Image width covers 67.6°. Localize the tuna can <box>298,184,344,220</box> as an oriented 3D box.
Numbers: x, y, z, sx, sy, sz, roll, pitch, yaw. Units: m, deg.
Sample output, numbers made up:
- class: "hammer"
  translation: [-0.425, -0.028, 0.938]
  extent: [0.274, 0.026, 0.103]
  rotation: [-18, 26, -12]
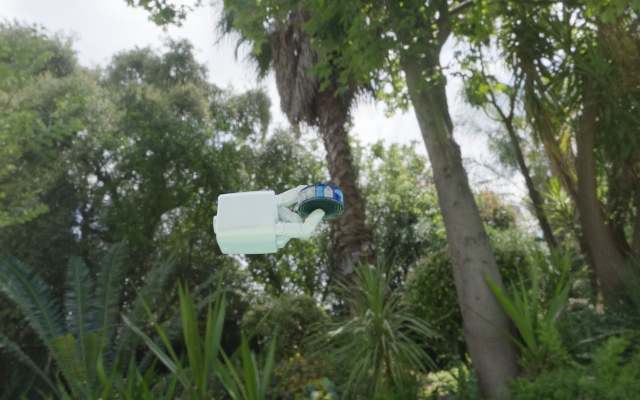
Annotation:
- class: "tuna can"
  translation: [0.000, 0.002, 0.894]
  extent: [0.086, 0.033, 0.086]
  rotation: [-1, -28, -1]
